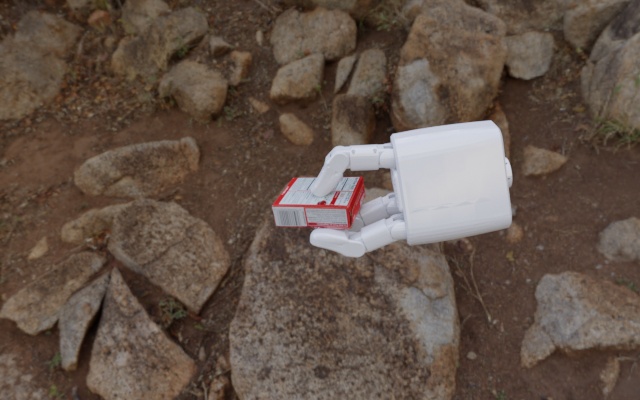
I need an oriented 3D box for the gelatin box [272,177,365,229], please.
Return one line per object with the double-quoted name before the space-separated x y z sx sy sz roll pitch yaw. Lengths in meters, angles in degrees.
"gelatin box" 0.000 0.001 0.536 0.089 0.030 0.073 1 28 17
